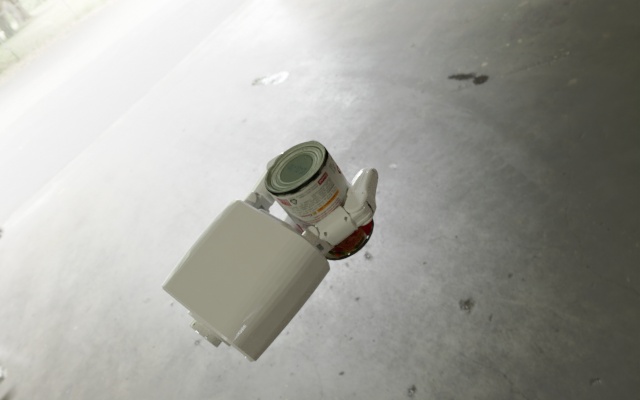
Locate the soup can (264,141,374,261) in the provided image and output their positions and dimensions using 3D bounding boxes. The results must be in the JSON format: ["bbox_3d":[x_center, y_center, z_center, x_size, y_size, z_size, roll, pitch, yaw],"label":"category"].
[{"bbox_3d":[0.000,0.001,0.461,0.068,0.068,0.102,0,-40,39],"label":"soup can"}]
